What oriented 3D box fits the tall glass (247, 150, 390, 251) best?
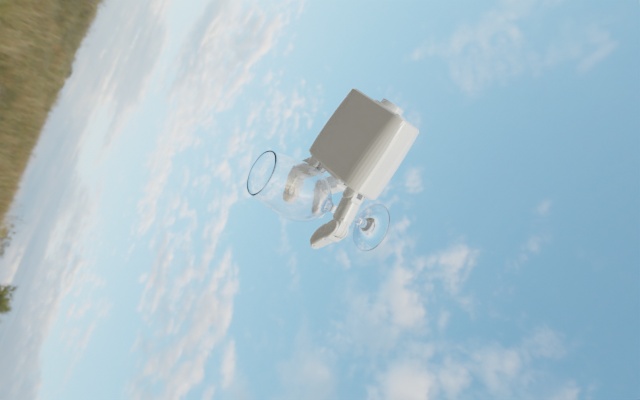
[{"bbox_3d":[0.001,0.003,0.648,0.201,0.079,0.079,26,-15,-33],"label":"tall glass"}]
